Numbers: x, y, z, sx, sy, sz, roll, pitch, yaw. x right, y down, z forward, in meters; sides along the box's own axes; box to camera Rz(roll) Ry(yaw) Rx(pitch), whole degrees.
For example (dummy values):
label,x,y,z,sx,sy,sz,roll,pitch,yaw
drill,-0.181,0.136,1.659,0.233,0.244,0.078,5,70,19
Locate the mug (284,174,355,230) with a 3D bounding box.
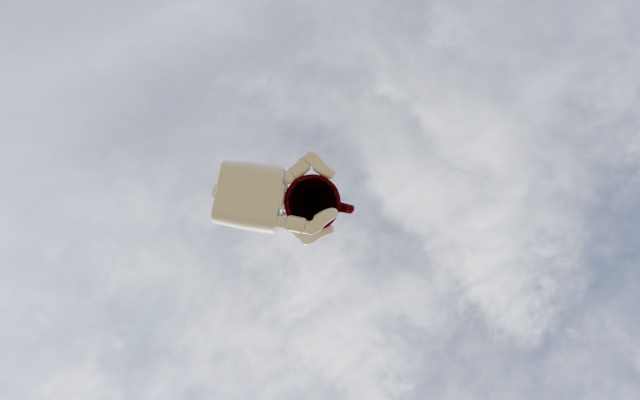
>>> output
label,x,y,z,sx,sy,sz,roll,pitch,yaw
mug,0.002,0.003,0.813,0.117,0.093,0.081,9,5,2
